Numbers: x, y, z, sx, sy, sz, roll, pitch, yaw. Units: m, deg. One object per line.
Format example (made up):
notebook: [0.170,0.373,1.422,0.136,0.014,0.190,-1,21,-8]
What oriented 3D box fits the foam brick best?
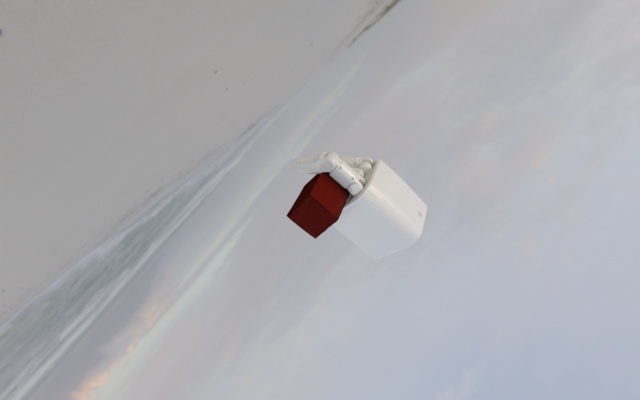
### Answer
foam brick: [0.000,0.002,0.643,0.053,0.051,0.078,-41,13,37]
